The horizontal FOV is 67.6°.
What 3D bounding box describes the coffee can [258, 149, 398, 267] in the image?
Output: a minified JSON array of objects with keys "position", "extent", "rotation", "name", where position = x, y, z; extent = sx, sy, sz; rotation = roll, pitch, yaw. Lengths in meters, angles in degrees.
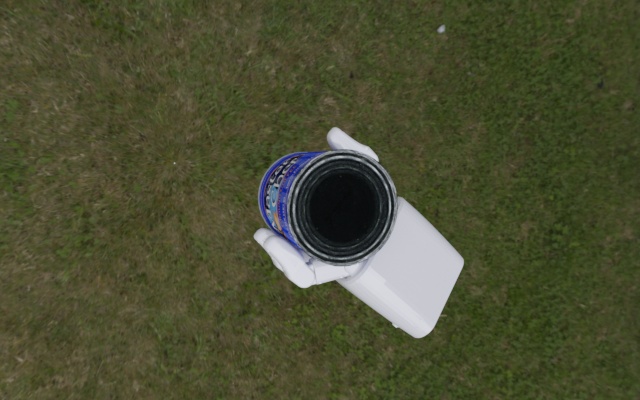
[{"position":[0.000,0.001,0.477],"extent":[0.103,0.103,0.140],"rotation":[0,4,-17],"name":"coffee can"}]
